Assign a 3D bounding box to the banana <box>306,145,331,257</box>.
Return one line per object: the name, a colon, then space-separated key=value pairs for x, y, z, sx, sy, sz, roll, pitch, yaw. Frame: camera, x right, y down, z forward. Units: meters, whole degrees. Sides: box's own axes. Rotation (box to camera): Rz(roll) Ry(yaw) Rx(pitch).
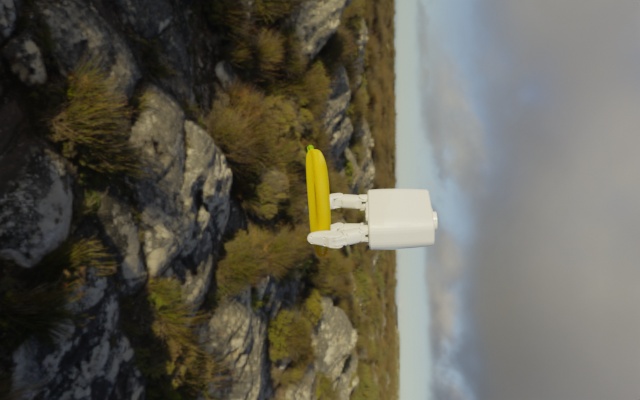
banana: x=-0.002 y=-0.002 z=0.809 sx=0.037 sy=0.198 sz=0.069 roll=-4 pitch=-3 yaw=5
